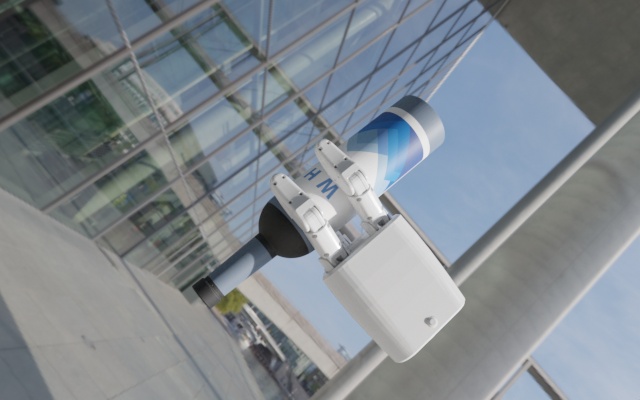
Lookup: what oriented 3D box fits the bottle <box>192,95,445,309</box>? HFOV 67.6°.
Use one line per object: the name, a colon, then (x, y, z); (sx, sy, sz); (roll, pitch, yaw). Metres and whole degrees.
bottle: (0.000, 0.001, 0.480); (0.295, 0.069, 0.069); (-39, 12, -16)
